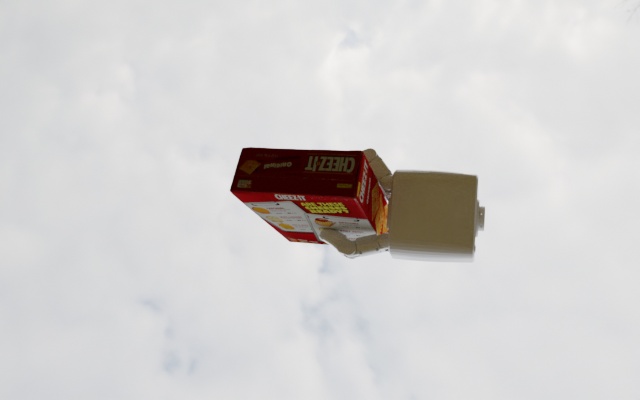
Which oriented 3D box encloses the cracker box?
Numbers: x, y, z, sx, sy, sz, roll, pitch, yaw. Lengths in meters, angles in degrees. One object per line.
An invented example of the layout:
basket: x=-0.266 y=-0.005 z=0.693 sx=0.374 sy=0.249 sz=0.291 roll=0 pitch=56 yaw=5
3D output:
cracker box: x=0.000 y=0.002 z=0.663 sx=0.164 sy=0.072 sz=0.214 roll=3 pitch=-21 yaw=19
